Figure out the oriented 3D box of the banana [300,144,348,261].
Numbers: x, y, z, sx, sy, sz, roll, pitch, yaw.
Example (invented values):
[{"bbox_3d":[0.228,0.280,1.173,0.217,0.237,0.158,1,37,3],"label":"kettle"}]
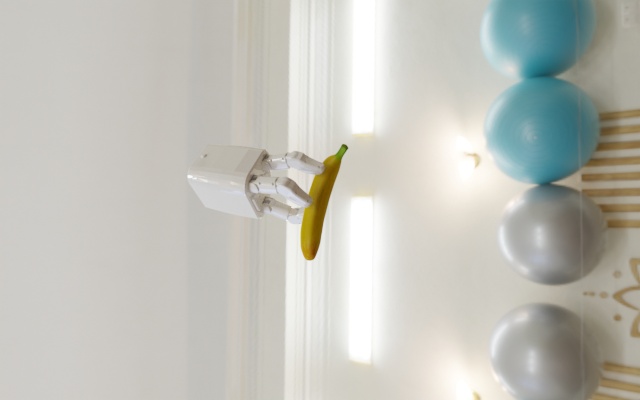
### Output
[{"bbox_3d":[-0.003,0.005,0.751,0.037,0.197,0.070,18,-21,-7],"label":"banana"}]
